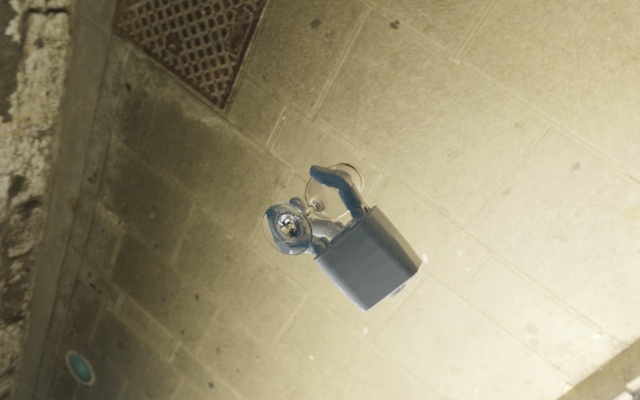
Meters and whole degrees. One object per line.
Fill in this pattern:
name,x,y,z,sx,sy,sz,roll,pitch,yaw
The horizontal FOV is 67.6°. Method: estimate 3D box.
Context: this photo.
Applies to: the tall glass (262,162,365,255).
tall glass,0.000,0.002,0.696,0.079,0.079,0.201,0,21,28
